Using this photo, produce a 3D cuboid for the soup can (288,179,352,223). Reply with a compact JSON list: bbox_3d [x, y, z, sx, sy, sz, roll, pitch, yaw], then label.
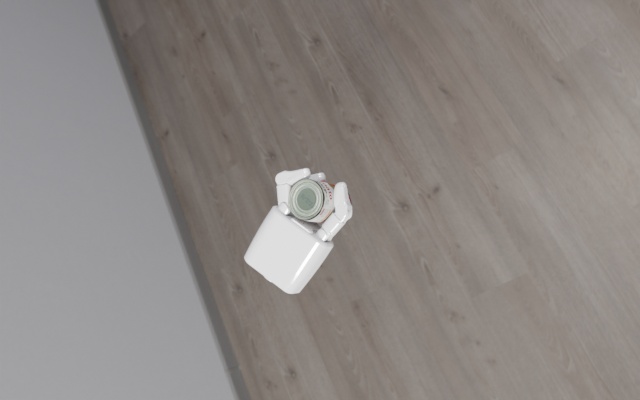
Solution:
[{"bbox_3d":[0.000,0.002,0.794,0.068,0.068,0.102,0,-5,29],"label":"soup can"}]
